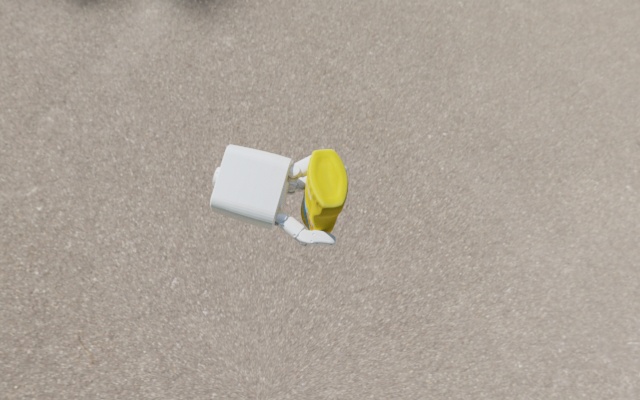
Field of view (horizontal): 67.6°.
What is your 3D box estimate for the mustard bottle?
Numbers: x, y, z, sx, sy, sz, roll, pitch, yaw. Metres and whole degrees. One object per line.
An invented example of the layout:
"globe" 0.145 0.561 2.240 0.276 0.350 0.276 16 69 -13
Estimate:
"mustard bottle" 0.000 0.002 0.766 0.058 0.096 0.192 -7 -22 -10
